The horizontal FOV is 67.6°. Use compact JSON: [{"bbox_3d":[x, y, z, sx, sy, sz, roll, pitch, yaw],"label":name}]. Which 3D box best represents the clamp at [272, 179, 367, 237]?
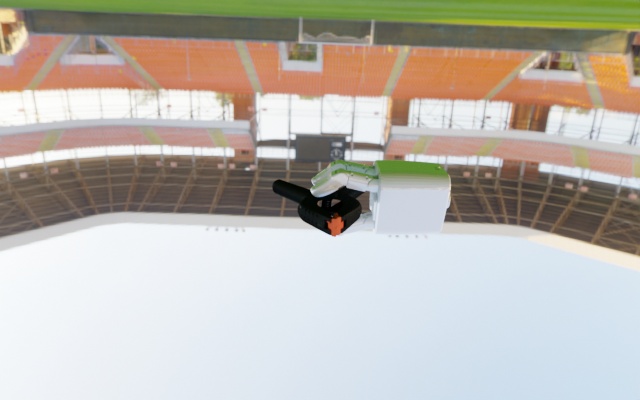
[{"bbox_3d":[0.000,0.003,0.738,0.164,0.036,0.210,0,19,1],"label":"clamp"}]
